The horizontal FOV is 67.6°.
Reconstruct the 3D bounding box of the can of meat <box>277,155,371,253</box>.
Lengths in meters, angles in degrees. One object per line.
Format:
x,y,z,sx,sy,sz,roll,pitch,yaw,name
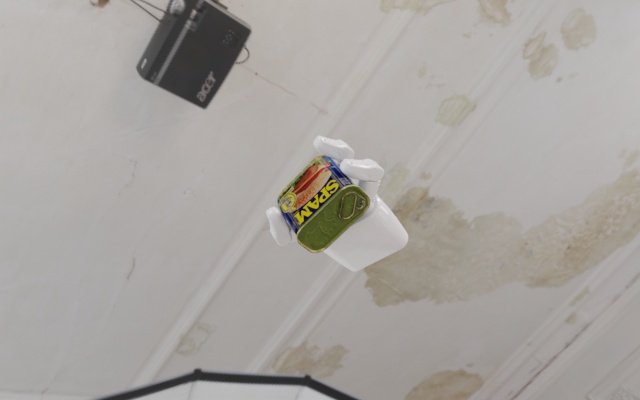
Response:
0.000,0.002,0.616,0.057,0.102,0.084,40,9,-43,can of meat
